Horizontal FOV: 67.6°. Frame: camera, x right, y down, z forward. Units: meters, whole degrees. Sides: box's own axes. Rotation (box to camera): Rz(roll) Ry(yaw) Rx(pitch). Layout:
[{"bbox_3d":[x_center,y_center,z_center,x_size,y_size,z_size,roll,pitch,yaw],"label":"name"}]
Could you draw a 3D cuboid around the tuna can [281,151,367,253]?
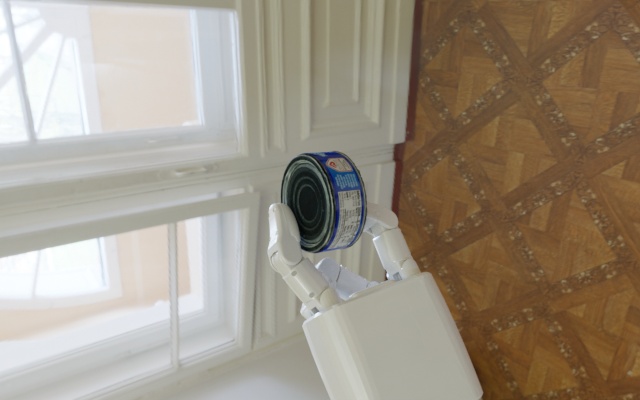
[{"bbox_3d":[0.000,0.001,0.406,0.034,0.086,0.086,-7,4,-33],"label":"tuna can"}]
